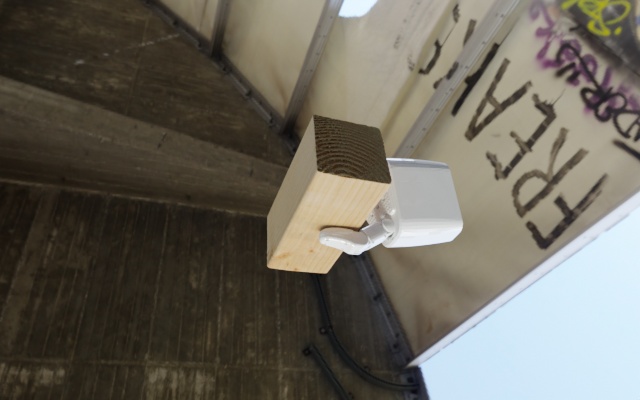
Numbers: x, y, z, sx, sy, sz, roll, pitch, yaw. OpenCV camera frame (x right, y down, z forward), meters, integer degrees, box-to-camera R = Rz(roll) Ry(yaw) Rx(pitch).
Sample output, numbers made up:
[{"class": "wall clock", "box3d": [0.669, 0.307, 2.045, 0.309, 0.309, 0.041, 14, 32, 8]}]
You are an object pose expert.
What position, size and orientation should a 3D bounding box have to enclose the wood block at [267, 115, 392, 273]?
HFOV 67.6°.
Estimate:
[{"class": "wood block", "box3d": [0.000, 0.002, 0.611, 0.090, 0.090, 0.206, 9, -40, -18]}]
